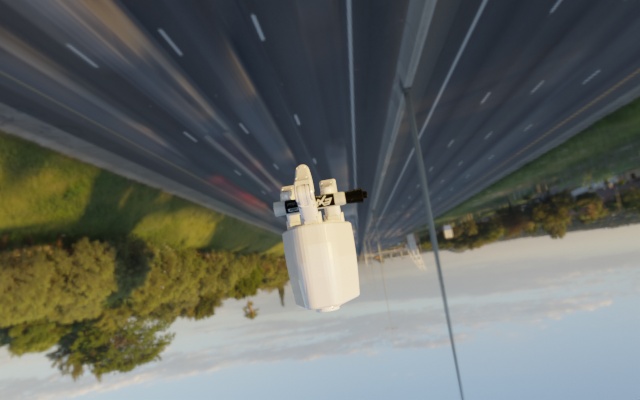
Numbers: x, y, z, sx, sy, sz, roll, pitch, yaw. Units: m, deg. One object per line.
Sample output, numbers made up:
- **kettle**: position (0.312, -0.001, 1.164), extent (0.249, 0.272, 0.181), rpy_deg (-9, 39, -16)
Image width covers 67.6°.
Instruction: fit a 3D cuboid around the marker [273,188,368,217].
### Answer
- **marker**: position (0.000, 0.002, 0.614), extent (0.121, 0.020, 0.020), rpy_deg (-9, -1, 4)
